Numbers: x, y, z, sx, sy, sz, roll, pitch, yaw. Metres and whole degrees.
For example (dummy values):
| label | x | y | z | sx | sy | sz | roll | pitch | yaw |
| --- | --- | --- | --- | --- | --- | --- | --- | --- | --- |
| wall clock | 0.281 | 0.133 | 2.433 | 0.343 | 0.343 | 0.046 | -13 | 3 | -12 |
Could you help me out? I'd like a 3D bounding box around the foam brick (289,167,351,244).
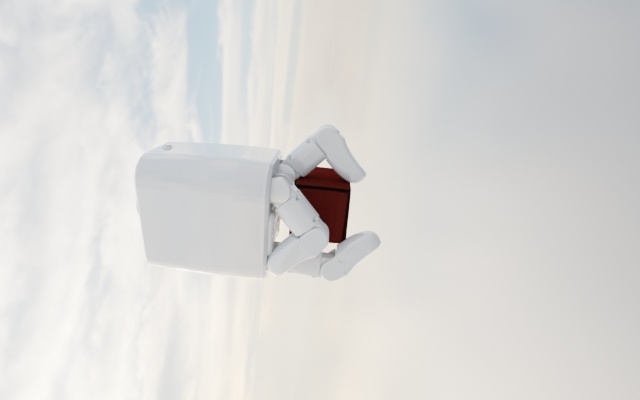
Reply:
| label | x | y | z | sx | sy | sz | roll | pitch | yaw |
| --- | --- | --- | --- | --- | --- | --- | --- | --- | --- |
| foam brick | 0.000 | 0.001 | 0.451 | 0.051 | 0.053 | 0.078 | 5 | 16 | 0 |
